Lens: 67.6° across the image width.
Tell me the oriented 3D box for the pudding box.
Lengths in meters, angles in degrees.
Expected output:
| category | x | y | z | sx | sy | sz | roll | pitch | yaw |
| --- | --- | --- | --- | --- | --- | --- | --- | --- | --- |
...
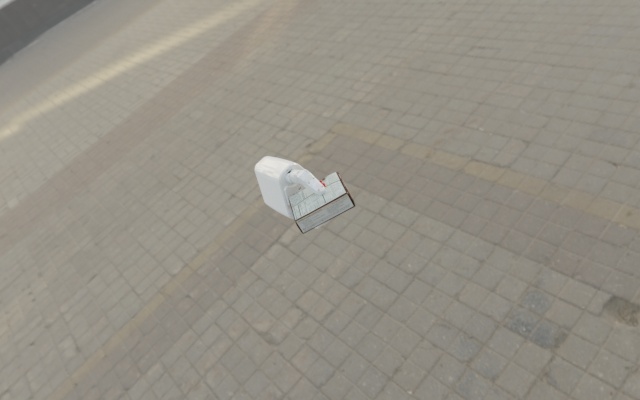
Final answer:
| category | x | y | z | sx | sy | sz | roll | pitch | yaw |
| --- | --- | --- | --- | --- | --- | --- | --- | --- | --- |
| pudding box | 0.000 | 0.003 | 0.893 | 0.113 | 0.039 | 0.090 | -30 | 32 | 5 |
